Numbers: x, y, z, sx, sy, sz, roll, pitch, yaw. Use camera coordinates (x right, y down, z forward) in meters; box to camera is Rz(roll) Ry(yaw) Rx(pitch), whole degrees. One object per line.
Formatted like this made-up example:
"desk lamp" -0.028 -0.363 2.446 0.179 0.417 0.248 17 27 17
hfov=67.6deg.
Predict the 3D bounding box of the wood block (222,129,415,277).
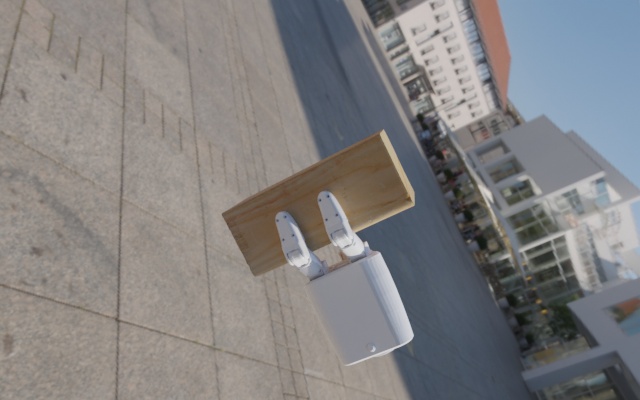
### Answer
"wood block" 0.000 0.002 0.578 0.206 0.090 0.091 -26 5 14
